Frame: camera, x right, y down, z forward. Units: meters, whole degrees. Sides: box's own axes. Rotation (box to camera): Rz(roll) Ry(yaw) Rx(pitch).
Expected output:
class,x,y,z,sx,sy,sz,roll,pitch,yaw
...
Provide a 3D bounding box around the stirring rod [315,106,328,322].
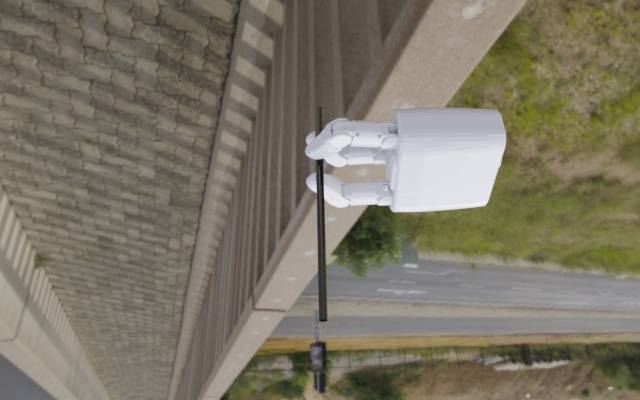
class,x,y,z,sx,sy,sz,roll,pitch,yaw
stirring rod,0.000,0.001,0.483,0.011,0.239,0.011,-1,-28,-1
